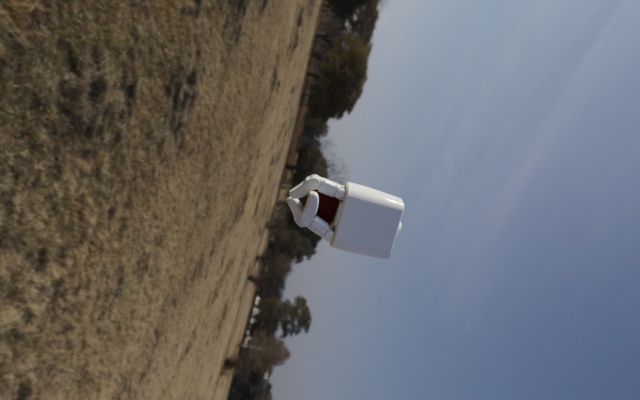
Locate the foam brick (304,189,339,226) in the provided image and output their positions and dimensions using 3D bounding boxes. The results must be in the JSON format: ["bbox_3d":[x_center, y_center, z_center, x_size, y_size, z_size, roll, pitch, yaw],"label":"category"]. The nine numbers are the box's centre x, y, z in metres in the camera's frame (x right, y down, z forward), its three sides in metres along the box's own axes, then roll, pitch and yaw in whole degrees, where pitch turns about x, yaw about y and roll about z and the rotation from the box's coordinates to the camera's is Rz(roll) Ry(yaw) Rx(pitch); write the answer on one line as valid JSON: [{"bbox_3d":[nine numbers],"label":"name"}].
[{"bbox_3d":[0.000,0.003,0.863,0.051,0.053,0.078,16,21,-6],"label":"foam brick"}]
